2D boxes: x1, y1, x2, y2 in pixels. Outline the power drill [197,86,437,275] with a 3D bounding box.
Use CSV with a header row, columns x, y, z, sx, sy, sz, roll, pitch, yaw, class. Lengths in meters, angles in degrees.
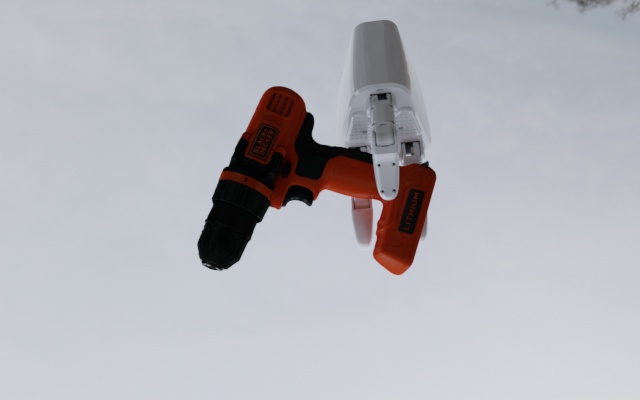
x,y,z,sx,sy,sz,roll,pitch,yaw,class
0.001,0.001,0.439,0.187,0.184,0.057,22,-16,-3,power drill
